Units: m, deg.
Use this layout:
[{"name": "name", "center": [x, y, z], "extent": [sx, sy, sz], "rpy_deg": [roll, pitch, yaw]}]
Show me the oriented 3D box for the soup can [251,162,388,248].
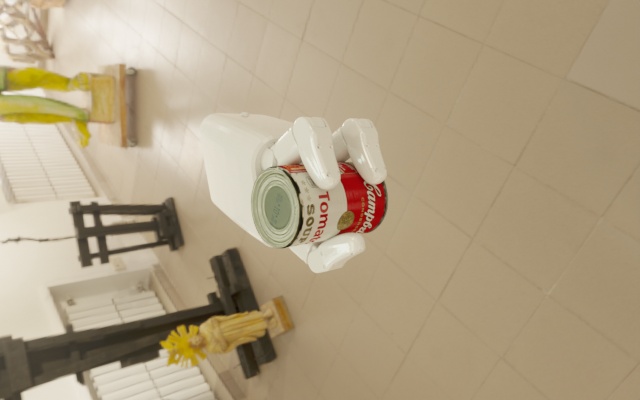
[{"name": "soup can", "center": [0.000, 0.002, 0.413], "extent": [0.102, 0.068, 0.068], "rpy_deg": [-7, 4, -42]}]
